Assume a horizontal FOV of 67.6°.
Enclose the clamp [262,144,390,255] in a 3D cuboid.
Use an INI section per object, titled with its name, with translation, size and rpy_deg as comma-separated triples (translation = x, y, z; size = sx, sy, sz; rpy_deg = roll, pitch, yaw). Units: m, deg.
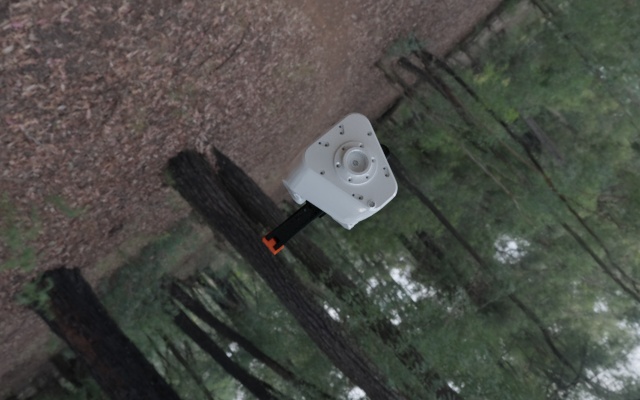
[clamp]
translation = 0.000, 0.003, 0.710
size = 0.210, 0.036, 0.164
rpy_deg = -40, 1, -15
